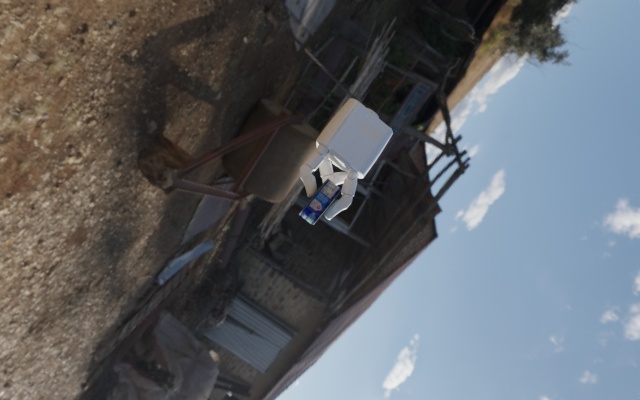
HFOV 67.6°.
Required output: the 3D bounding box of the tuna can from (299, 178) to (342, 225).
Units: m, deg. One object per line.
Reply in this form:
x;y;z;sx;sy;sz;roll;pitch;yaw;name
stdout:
0.001;0.003;0.870;0.034;0.086;0.086;39;1;2;tuna can
